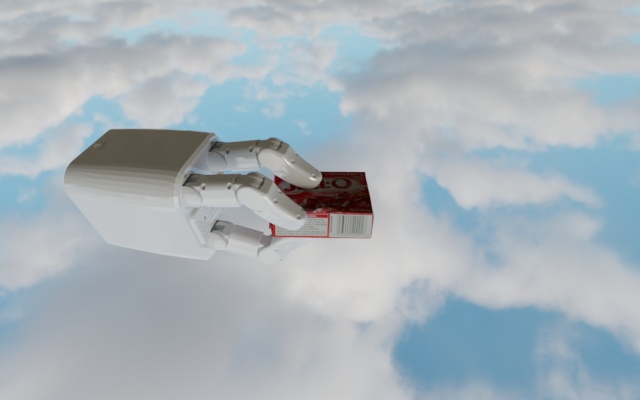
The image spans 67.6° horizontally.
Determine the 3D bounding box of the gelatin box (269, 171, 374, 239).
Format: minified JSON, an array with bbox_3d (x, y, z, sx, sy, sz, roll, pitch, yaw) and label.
[{"bbox_3d":[0.000,0.002,0.433,0.089,0.030,0.073,1,32,-2],"label":"gelatin box"}]
